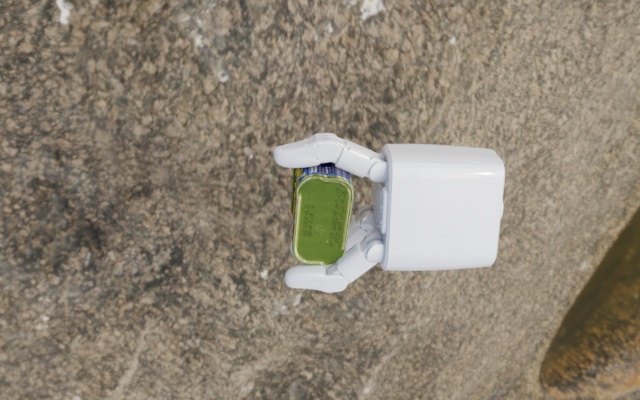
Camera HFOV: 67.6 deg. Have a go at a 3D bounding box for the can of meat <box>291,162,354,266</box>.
[{"bbox_3d":[0.000,0.002,0.471,0.057,0.102,0.084,3,29,-4],"label":"can of meat"}]
